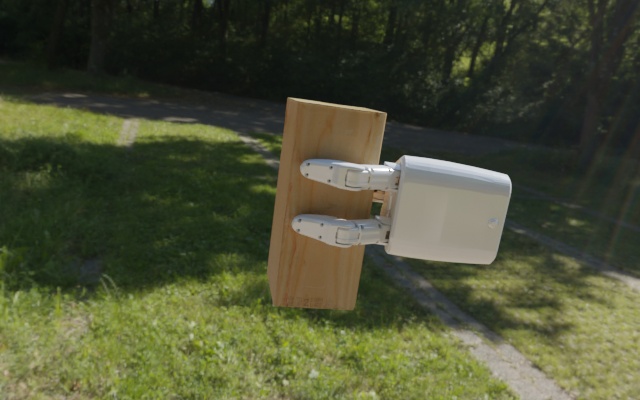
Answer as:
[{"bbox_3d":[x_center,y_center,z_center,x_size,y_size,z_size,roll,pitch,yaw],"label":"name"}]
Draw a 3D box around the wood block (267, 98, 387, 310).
[{"bbox_3d":[0.000,0.002,0.511,0.090,0.206,0.090,5,13,-11],"label":"wood block"}]
